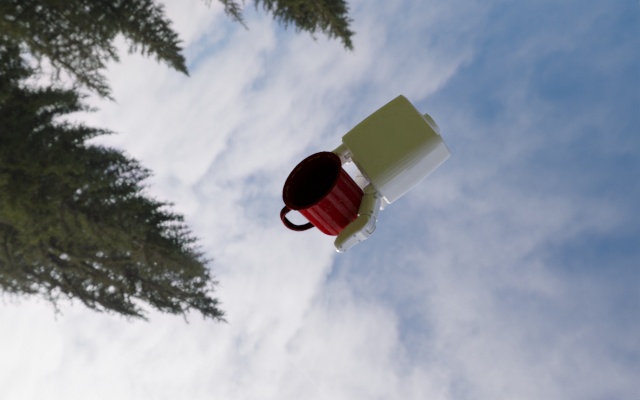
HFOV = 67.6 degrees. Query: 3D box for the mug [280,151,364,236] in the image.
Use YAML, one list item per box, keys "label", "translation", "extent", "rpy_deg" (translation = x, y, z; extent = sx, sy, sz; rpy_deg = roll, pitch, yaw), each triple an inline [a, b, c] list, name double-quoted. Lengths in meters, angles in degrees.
- label: "mug"
  translation: [-0.001, 0.003, 0.641]
  extent: [0.081, 0.117, 0.093]
  rpy_deg: [45, 12, -39]
